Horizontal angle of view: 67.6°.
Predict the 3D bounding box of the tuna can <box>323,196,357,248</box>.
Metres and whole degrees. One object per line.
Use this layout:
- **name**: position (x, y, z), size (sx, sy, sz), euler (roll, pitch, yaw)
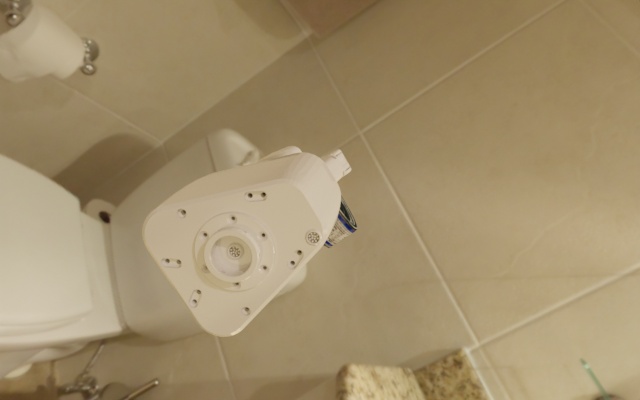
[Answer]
- **tuna can**: position (0.001, 0.001, 0.465), size (0.034, 0.086, 0.086), euler (-33, -5, 8)
